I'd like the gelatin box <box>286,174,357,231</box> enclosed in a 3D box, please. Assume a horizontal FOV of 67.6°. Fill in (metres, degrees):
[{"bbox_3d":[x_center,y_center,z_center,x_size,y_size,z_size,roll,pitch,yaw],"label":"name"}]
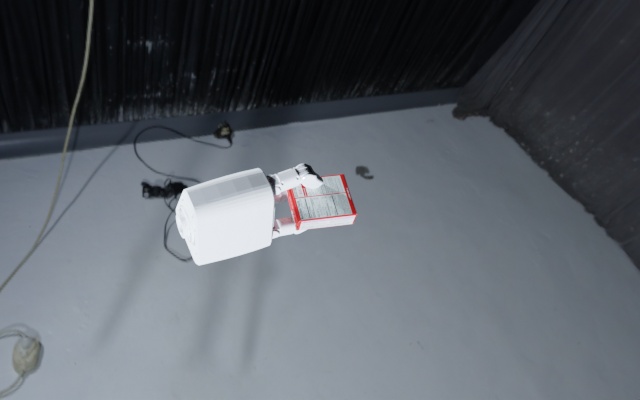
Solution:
[{"bbox_3d":[0.001,0.002,0.691,0.089,0.073,0.030,-7,-32,-16],"label":"gelatin box"}]
